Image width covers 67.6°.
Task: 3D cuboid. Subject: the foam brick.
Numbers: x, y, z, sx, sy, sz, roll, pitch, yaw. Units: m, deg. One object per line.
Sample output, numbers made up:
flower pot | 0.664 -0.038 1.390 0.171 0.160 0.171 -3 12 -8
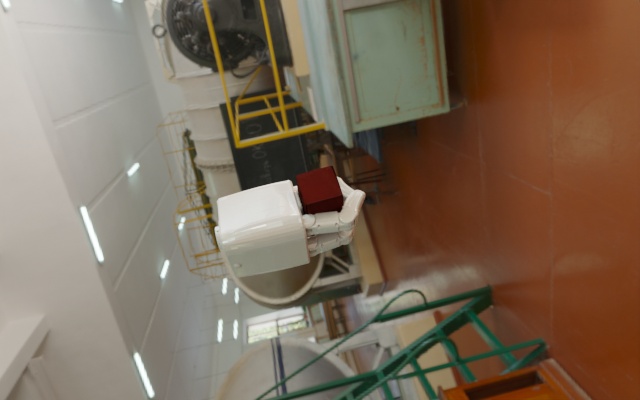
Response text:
foam brick | 0.000 0.002 0.638 0.051 0.053 0.078 -14 -36 -6
